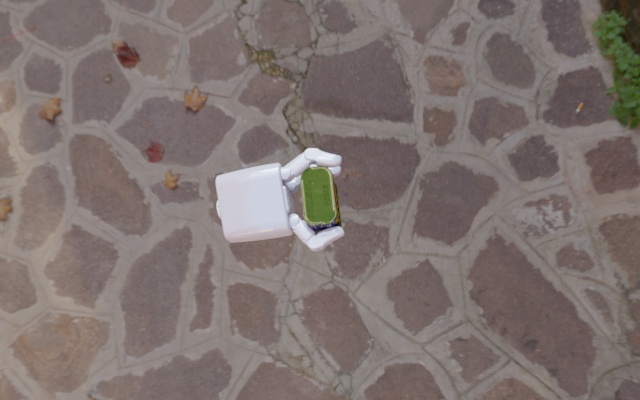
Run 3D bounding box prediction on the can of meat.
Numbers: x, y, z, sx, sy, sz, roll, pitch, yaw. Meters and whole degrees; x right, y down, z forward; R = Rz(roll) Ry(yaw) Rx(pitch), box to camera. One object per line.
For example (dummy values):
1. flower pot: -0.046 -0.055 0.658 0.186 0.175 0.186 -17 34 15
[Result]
1. can of meat: 0.000 0.003 0.778 0.057 0.102 0.084 -8 -17 4
